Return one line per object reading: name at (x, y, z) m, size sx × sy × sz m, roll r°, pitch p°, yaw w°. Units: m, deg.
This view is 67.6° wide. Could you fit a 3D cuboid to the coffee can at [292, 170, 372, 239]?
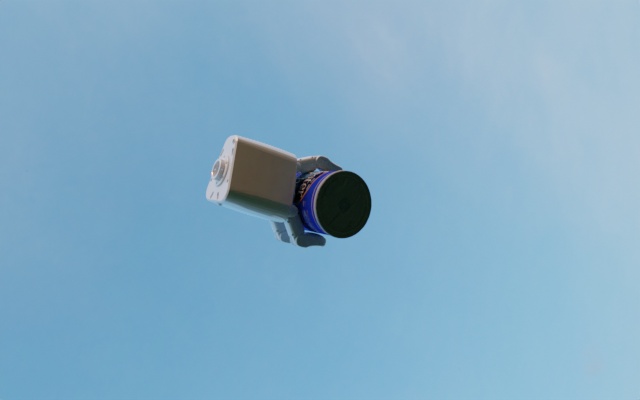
coffee can at (0.000, 0.003, 0.774) m, size 0.103 × 0.103 × 0.140 m, roll 0°, pitch 3°, yaw -32°
